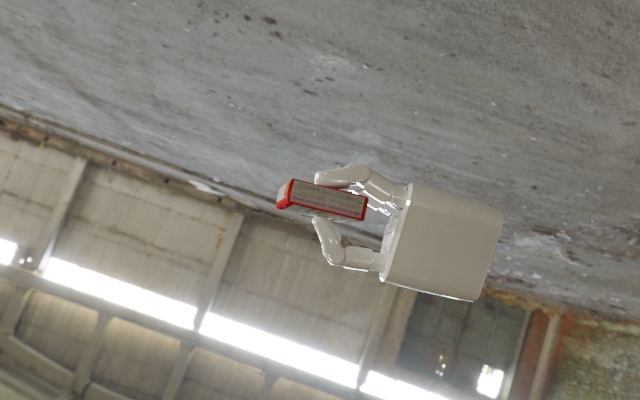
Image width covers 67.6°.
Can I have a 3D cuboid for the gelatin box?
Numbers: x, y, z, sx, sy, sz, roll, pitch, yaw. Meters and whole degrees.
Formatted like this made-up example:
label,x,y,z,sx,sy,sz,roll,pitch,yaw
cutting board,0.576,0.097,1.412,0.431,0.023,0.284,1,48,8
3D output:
label,x,y,z,sx,sy,sz,roll,pitch,yaw
gelatin box,0.000,0.002,0.538,0.089,0.030,0.073,13,-8,-13
